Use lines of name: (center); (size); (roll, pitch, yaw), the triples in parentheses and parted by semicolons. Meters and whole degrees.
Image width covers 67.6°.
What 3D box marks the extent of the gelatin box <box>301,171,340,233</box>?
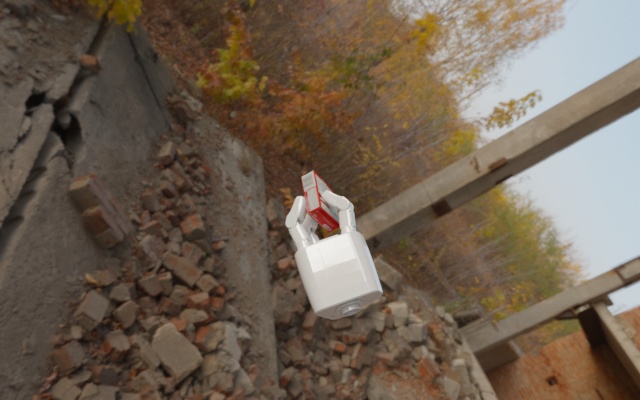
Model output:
gelatin box: (0.000, 0.002, 0.847); (0.030, 0.089, 0.073); (-26, -41, 18)
